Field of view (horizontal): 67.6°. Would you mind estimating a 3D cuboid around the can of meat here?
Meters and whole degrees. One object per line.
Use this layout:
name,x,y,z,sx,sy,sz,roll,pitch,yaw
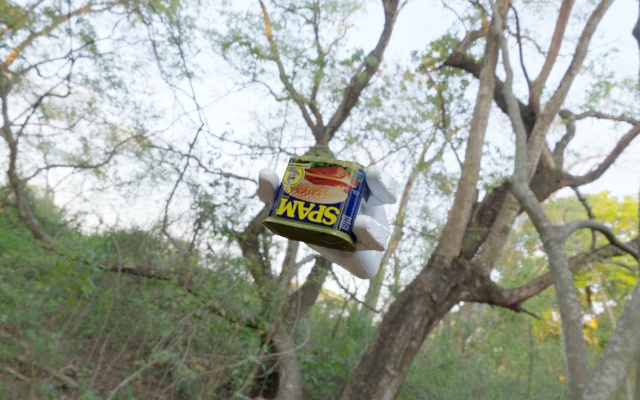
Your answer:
can of meat,0.000,0.001,0.519,0.102,0.084,0.057,10,-20,24
